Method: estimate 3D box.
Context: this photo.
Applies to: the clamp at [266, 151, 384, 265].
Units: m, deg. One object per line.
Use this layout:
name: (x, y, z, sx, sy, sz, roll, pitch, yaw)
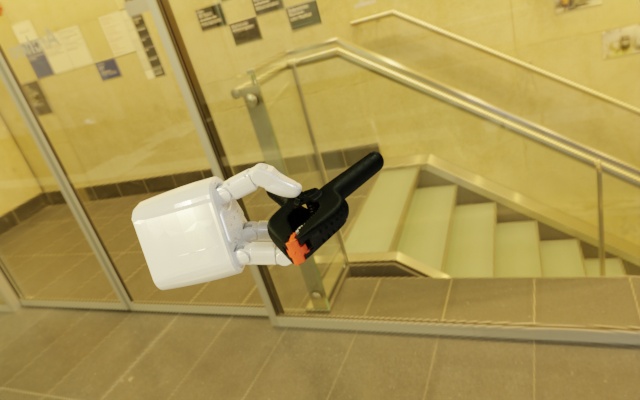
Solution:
clamp: (0.000, 0.001, 0.557, 0.164, 0.036, 0.210, -19, 22, 11)
